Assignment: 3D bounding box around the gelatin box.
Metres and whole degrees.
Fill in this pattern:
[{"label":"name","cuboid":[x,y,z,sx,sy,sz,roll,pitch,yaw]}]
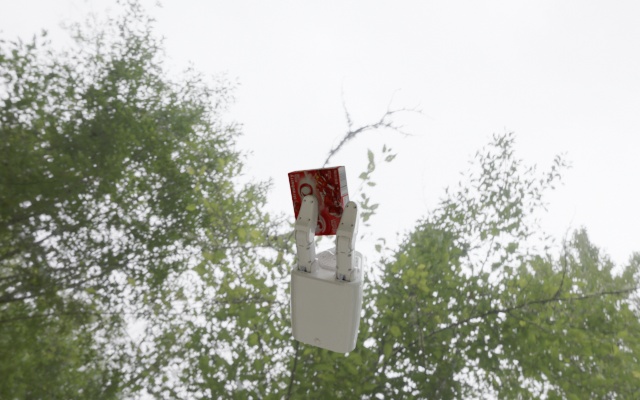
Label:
[{"label":"gelatin box","cuboid":[0.000,0.002,0.625,0.073,0.089,0.030,-4,9,25]}]
